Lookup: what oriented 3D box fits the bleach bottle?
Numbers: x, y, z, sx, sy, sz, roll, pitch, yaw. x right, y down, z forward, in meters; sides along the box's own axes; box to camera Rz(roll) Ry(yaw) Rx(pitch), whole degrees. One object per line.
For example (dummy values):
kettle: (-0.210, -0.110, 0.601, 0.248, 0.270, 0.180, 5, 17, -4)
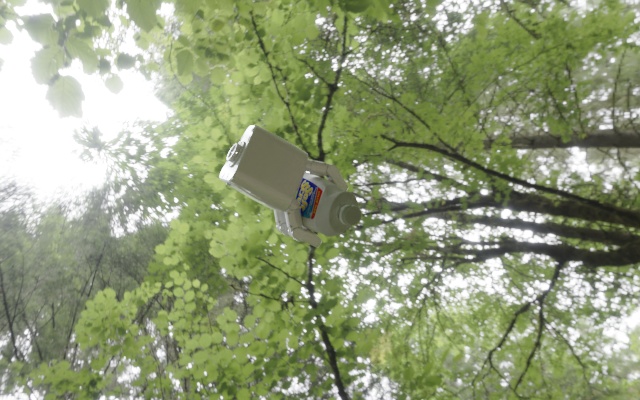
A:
bleach bottle: (0.000, 0.003, 0.815, 0.068, 0.102, 0.251, 29, -7, -24)
